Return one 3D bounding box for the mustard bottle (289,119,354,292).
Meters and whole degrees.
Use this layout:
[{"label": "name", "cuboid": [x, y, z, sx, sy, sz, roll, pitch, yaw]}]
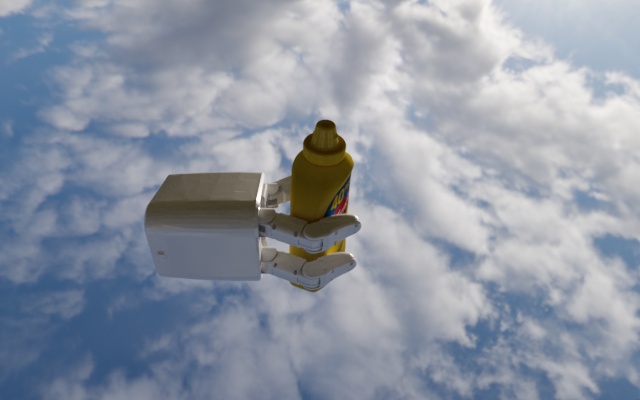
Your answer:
[{"label": "mustard bottle", "cuboid": [0.000, 0.002, 0.497, 0.058, 0.192, 0.096, 18, 44, 16]}]
